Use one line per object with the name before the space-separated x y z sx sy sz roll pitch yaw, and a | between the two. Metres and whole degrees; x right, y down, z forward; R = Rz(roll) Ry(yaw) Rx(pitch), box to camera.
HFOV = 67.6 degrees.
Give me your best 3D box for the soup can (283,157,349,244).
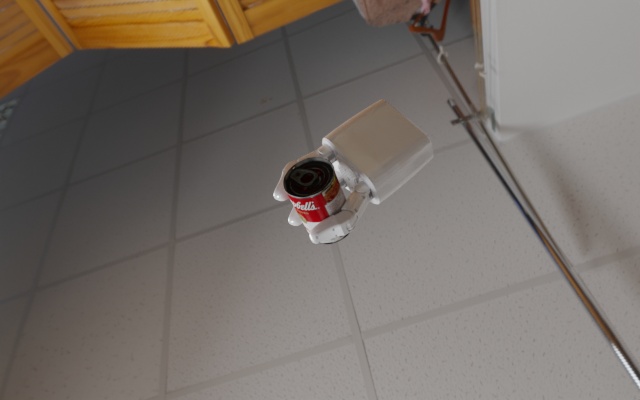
soup can | 0.000 0.003 0.628 0.068 0.068 0.102 0 -39 23
